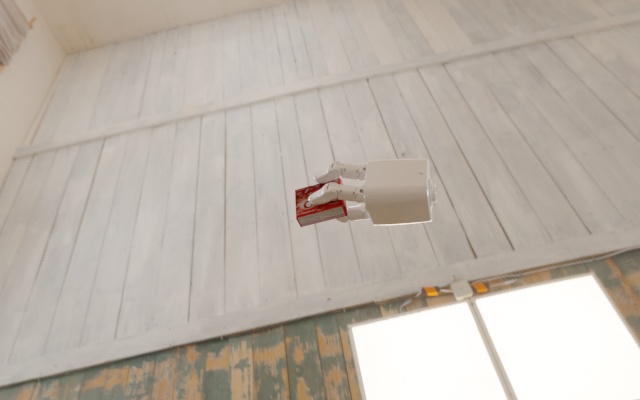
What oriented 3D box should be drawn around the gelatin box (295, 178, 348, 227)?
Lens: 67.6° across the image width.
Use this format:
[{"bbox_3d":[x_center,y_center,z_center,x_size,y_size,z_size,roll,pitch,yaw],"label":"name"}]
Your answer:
[{"bbox_3d":[0.000,0.003,0.853,0.089,0.073,0.030,-15,-47,9],"label":"gelatin box"}]
